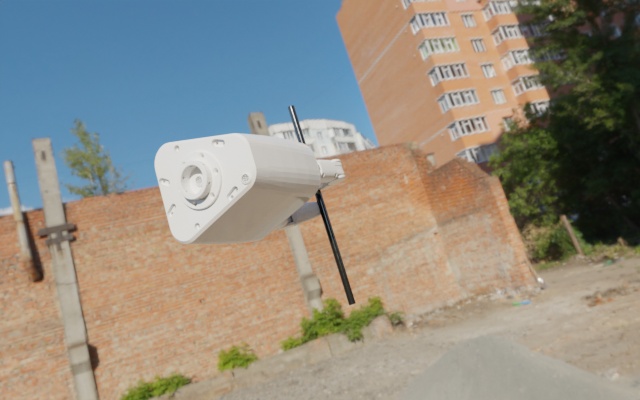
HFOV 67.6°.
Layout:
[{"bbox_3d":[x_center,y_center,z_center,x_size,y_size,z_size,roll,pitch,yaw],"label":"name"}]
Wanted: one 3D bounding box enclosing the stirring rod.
[{"bbox_3d":[0.000,0.002,0.549,0.011,0.239,0.011,-17,-9,-3],"label":"stirring rod"}]
